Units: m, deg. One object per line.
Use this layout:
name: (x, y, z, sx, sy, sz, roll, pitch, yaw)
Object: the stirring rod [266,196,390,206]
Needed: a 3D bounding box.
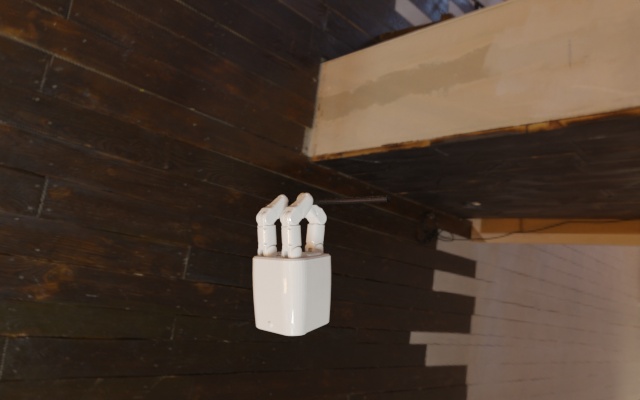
stirring rod: (0.000, 0.002, 0.683, 0.239, 0.011, 0.011, -3, -2, 45)
